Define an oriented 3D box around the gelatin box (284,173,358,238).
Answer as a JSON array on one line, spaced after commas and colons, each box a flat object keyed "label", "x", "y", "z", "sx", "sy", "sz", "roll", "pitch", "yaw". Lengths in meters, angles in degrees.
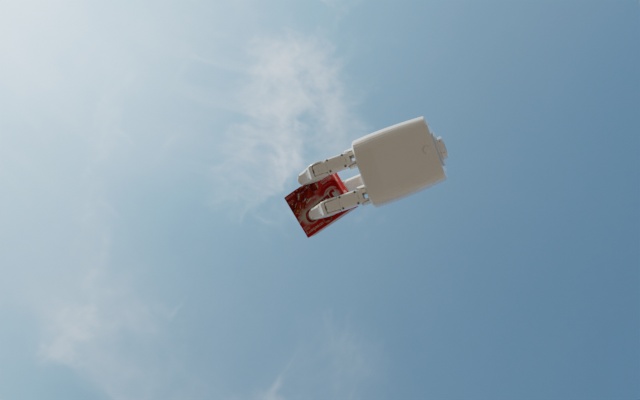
[{"label": "gelatin box", "x": 0.000, "y": 0.003, "z": 0.721, "sx": 0.089, "sy": 0.073, "sz": 0.030, "roll": -35, "pitch": -9, "yaw": 21}]
